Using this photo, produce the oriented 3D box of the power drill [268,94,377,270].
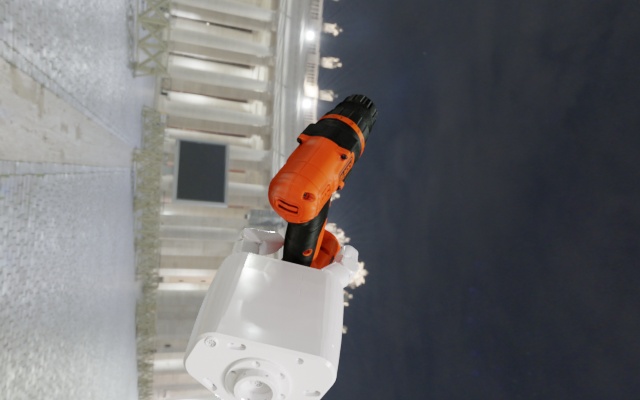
[{"bbox_3d":[0.000,0.002,0.483,0.057,0.188,0.184,21,43,15],"label":"power drill"}]
